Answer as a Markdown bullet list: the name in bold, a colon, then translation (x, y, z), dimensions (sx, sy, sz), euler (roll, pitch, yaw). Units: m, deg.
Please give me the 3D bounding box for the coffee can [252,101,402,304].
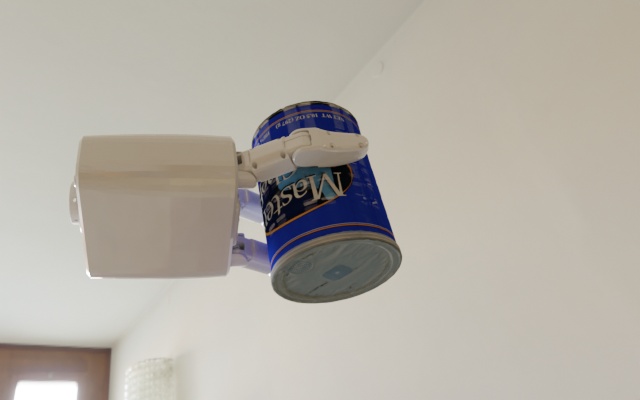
- **coffee can**: translation (0.000, 0.001, 0.406), dimensions (0.103, 0.140, 0.103), euler (-9, -35, -6)
